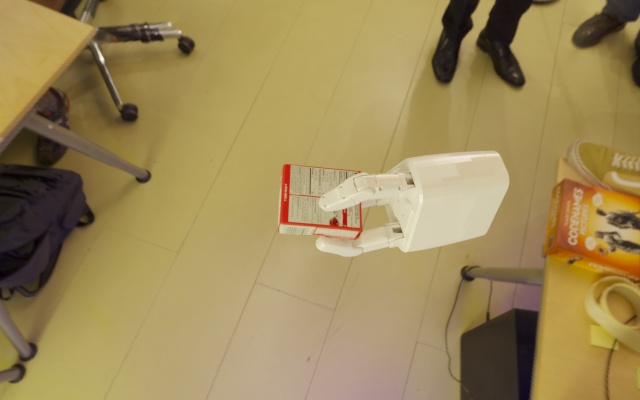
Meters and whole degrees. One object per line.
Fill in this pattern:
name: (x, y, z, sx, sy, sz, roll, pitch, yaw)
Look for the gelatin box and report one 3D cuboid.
gelatin box: (0.000, 0.001, 0.518, 0.089, 0.073, 0.030, 5, -27, -9)
